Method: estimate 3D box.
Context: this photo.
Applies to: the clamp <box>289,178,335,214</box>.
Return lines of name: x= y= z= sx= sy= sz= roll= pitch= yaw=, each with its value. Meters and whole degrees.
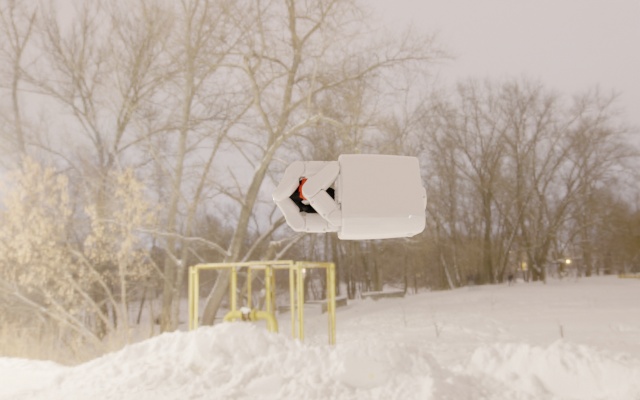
clamp: x=0.000 y=0.002 z=0.719 sx=0.120 sy=0.039 sz=0.171 roll=0 pitch=-9 yaw=-1
